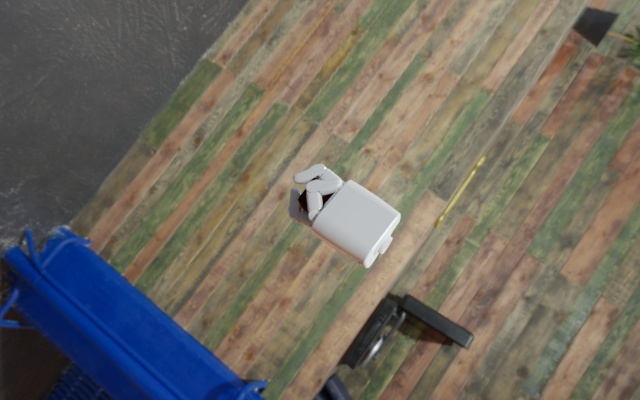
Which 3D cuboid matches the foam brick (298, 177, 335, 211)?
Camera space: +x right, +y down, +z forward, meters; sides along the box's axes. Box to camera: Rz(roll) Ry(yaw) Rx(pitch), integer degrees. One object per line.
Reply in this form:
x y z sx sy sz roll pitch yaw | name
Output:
0.000 0.003 0.848 0.051 0.053 0.078 33 -8 16 | foam brick
